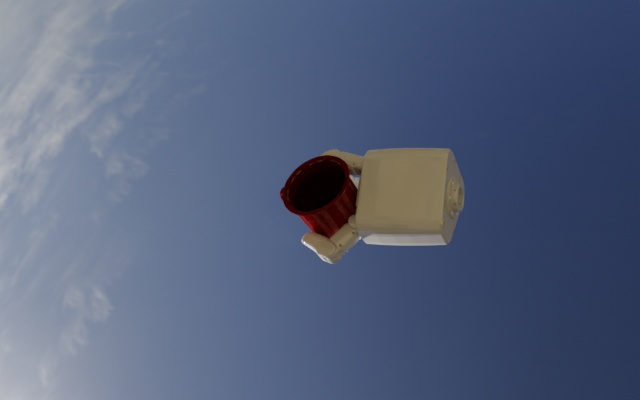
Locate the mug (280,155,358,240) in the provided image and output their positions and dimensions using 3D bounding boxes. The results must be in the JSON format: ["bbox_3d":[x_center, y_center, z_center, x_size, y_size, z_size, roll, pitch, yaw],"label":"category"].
[{"bbox_3d":[-0.001,0.002,0.628,0.117,0.093,0.081,1,-34,32],"label":"mug"}]
